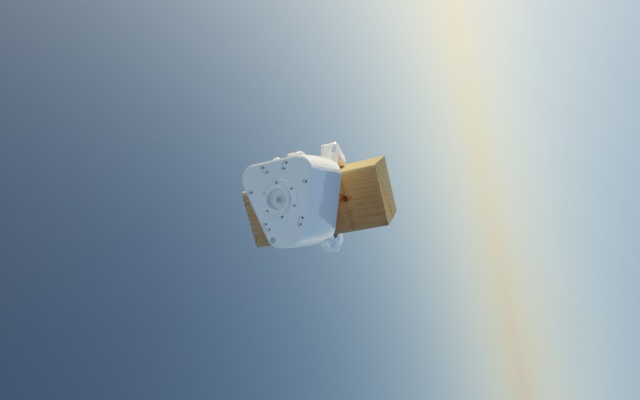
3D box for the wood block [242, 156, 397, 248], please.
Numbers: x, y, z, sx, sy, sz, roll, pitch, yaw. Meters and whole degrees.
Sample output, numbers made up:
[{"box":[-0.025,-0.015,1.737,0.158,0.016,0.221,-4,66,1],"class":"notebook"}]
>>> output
[{"box":[0.000,0.003,0.725,0.206,0.091,0.090,-11,10,19],"class":"wood block"}]
